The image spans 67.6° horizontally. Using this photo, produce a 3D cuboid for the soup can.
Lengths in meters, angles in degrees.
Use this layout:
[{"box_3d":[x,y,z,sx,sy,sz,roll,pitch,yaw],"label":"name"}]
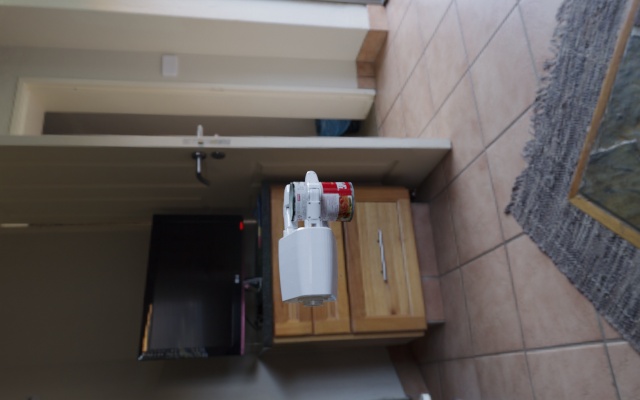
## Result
[{"box_3d":[0.000,0.002,0.808,0.102,0.068,0.068,0,0,-10],"label":"soup can"}]
